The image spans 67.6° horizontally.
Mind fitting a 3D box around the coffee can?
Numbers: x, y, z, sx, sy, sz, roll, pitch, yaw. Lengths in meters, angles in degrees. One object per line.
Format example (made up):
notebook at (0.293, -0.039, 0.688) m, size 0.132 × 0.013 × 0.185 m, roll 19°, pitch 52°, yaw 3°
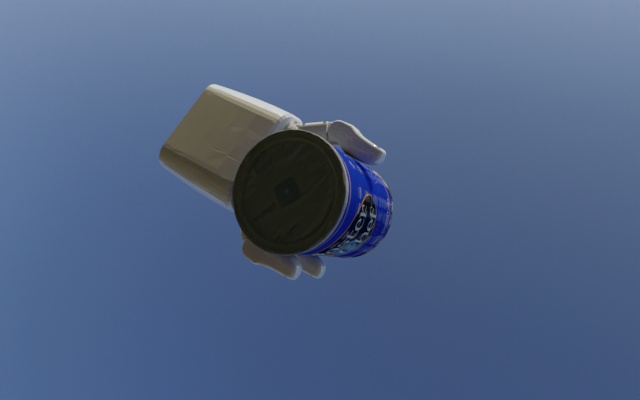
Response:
coffee can at (0.000, 0.001, 0.445) m, size 0.103 × 0.103 × 0.140 m, roll 0°, pitch -7°, yaw 24°
